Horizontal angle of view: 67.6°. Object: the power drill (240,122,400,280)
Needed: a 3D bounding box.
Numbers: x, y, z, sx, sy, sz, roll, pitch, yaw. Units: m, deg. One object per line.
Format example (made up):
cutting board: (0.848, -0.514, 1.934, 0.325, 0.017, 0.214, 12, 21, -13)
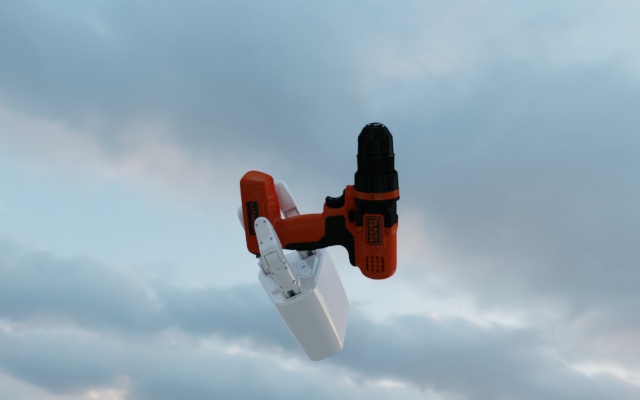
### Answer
power drill: (0.000, 0.002, 0.568, 0.187, 0.184, 0.057, 1, 14, 18)
